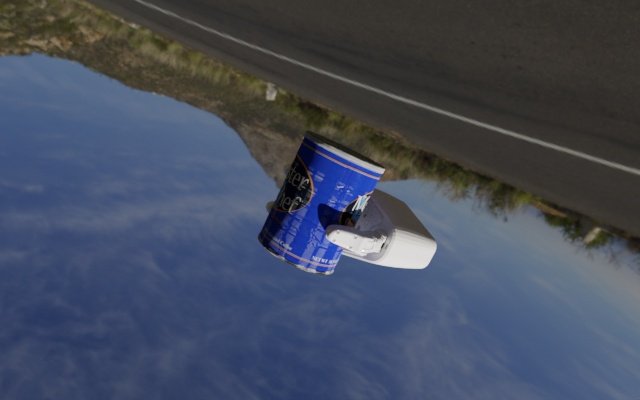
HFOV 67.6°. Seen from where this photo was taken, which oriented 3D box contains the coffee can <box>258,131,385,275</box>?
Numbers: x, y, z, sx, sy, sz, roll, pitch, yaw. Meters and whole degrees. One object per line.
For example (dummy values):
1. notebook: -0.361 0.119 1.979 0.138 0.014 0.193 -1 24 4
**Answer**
1. coffee can: 0.000 0.002 0.570 0.103 0.140 0.103 25 10 -5
